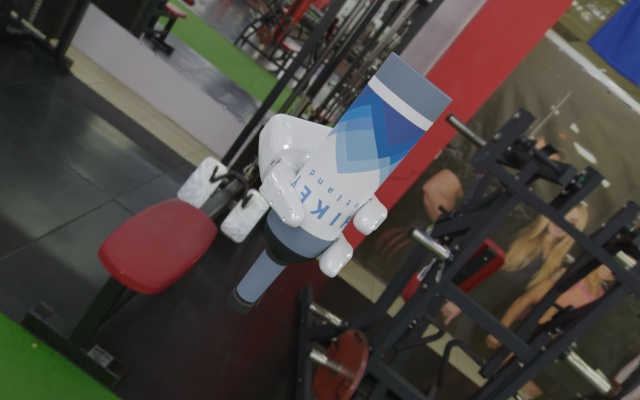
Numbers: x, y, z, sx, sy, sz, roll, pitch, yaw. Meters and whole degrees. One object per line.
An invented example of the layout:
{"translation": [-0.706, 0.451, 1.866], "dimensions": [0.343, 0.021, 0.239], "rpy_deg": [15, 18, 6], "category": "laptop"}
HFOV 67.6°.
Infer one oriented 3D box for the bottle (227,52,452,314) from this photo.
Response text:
{"translation": [0.000, 0.001, 0.457], "dimensions": [0.069, 0.296, 0.069], "rpy_deg": [34, 20, -14], "category": "bottle"}
